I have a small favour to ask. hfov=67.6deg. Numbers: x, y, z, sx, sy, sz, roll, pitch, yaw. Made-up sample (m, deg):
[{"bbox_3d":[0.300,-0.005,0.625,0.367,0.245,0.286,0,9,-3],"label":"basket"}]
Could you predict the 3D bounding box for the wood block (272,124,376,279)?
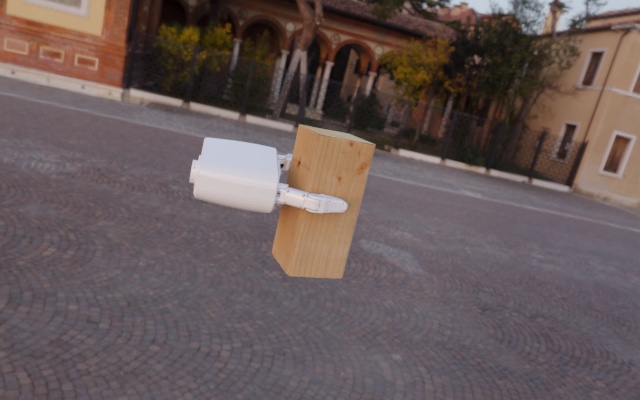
[{"bbox_3d":[0.000,0.002,0.709,0.090,0.206,0.090,7,15,-24],"label":"wood block"}]
